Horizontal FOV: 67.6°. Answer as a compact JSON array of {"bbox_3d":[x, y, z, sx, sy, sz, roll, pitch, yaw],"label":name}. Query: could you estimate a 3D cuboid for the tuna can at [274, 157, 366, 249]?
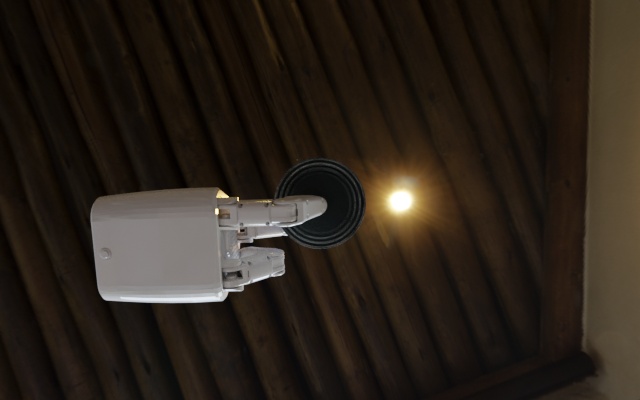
[{"bbox_3d":[0.000,0.001,0.461,0.086,0.086,0.034,0,5,3],"label":"tuna can"}]
